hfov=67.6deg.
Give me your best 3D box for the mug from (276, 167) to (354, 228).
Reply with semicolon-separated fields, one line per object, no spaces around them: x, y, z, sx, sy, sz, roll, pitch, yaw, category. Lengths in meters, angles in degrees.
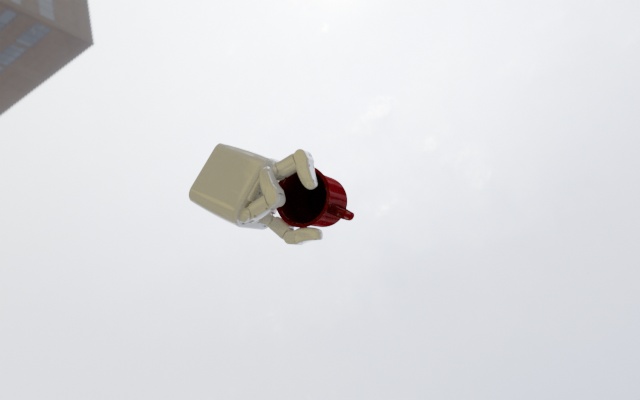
0.001;0.003;0.727;0.117;0.093;0.081;22;3;28;mug
